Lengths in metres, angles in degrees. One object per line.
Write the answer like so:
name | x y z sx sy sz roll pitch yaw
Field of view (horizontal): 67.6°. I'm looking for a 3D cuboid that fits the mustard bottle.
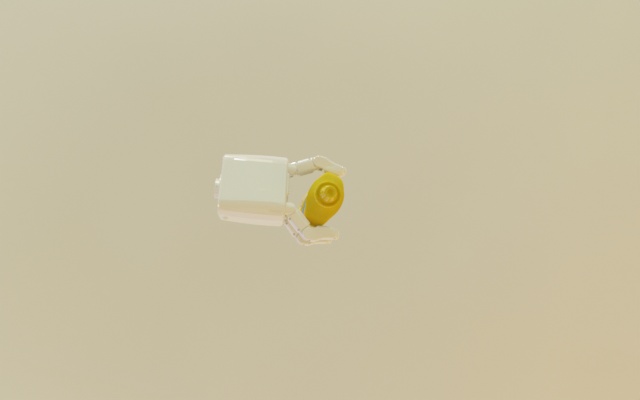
mustard bottle | 0.000 0.003 0.806 0.058 0.096 0.192 28 -13 -3
